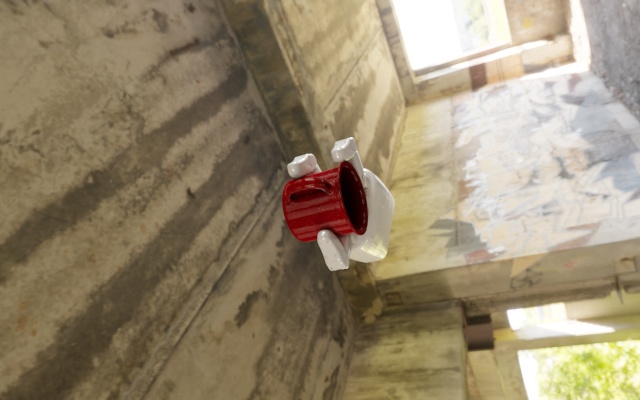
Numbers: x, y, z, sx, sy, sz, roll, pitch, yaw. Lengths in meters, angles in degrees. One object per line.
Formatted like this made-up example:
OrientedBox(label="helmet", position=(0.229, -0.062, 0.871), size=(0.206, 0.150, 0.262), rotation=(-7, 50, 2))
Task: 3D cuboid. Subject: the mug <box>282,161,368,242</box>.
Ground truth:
OrientedBox(label="mug", position=(-0.001, 0.002, 0.583), size=(0.081, 0.093, 0.117), rotation=(-13, -22, 22))
